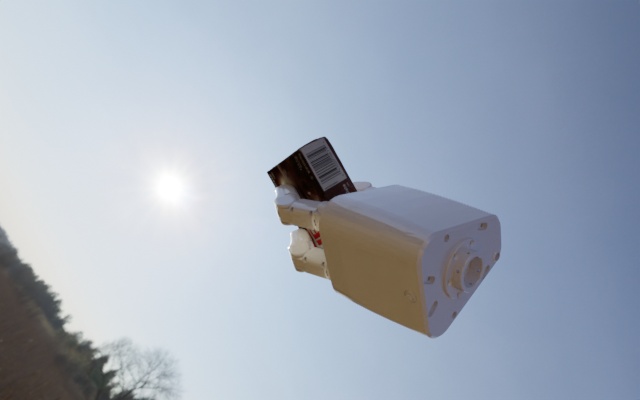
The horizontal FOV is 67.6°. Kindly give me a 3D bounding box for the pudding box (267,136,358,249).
[{"bbox_3d":[0.000,0.002,0.486,0.039,0.113,0.090,-29,2,-29],"label":"pudding box"}]
